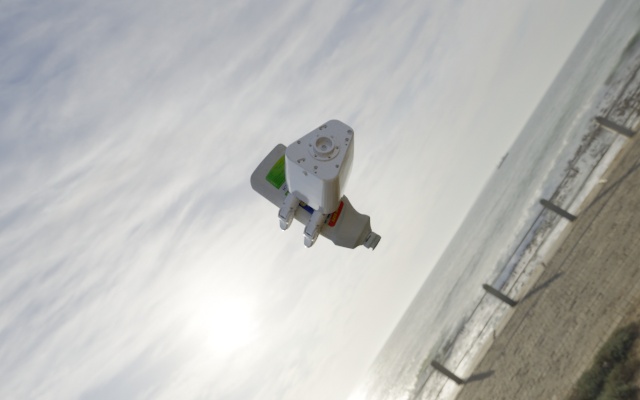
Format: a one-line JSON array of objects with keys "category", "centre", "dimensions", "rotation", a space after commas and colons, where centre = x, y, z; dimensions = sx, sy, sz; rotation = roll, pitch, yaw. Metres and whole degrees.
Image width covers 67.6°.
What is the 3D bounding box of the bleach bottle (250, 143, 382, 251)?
[{"category": "bleach bottle", "centre": [0.000, 0.003, 0.851], "dimensions": [0.251, 0.102, 0.068], "rotation": [33, -21, 15]}]
